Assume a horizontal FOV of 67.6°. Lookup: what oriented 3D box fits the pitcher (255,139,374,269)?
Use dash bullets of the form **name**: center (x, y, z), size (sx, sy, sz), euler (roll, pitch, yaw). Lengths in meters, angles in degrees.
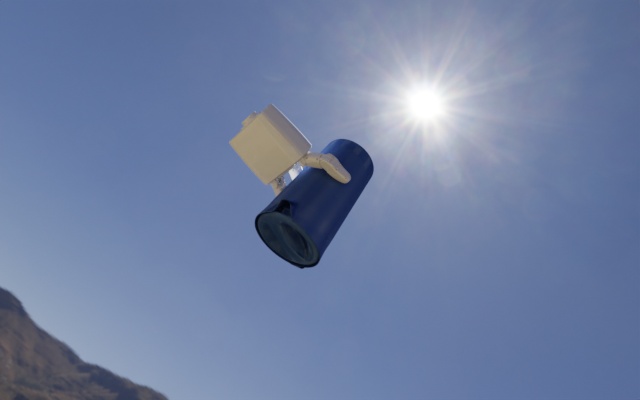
- **pitcher**: center (0.000, 0.003, 0.886), size (0.149, 0.145, 0.242), euler (-28, 19, 53)
